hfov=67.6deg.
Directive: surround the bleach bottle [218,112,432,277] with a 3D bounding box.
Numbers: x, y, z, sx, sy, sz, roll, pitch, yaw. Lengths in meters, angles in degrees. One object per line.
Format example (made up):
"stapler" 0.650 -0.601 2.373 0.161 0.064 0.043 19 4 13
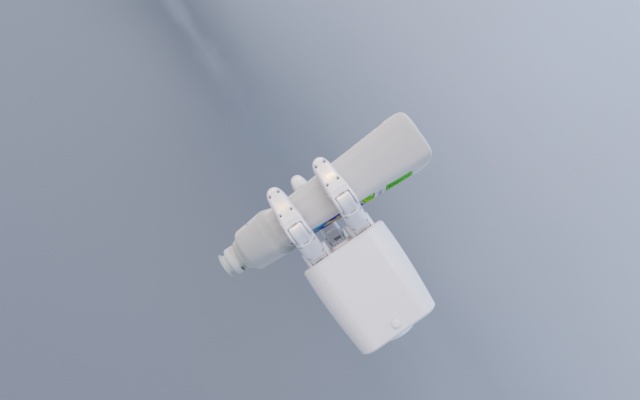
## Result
"bleach bottle" 0.000 0.002 0.533 0.251 0.068 0.102 -34 -5 -1
